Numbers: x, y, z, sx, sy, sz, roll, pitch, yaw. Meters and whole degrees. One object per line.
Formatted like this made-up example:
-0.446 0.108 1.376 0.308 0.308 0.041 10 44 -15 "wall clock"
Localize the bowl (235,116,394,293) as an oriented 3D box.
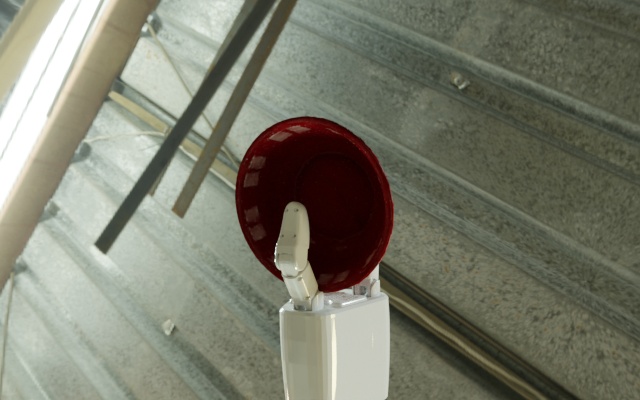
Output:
0.000 0.000 0.449 0.162 0.162 0.055 0 11 28 "bowl"
